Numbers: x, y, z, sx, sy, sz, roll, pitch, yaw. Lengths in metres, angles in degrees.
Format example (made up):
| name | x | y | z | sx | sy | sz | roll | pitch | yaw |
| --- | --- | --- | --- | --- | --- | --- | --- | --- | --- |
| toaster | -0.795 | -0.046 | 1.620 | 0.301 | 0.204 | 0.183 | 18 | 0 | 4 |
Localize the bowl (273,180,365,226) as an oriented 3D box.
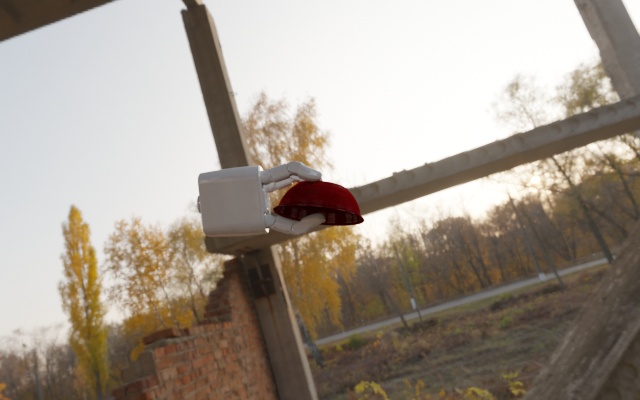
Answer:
| name | x | y | z | sx | sy | sz | roll | pitch | yaw |
| --- | --- | --- | --- | --- | --- | --- | --- | --- | --- |
| bowl | 0.001 | 0.003 | 0.841 | 0.162 | 0.055 | 0.162 | 7 | -13 | 2 |
